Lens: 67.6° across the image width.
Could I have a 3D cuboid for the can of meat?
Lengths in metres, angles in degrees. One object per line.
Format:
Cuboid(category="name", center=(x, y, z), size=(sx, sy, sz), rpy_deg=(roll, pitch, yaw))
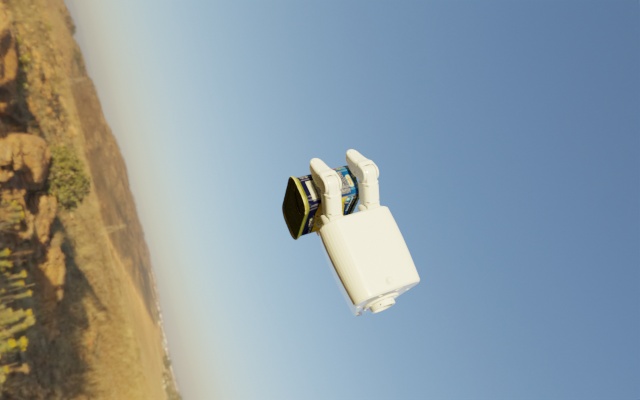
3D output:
Cuboid(category="can of meat", center=(0.000, 0.002, 0.652), size=(0.084, 0.057, 0.102), rpy_deg=(-15, -28, -21))
